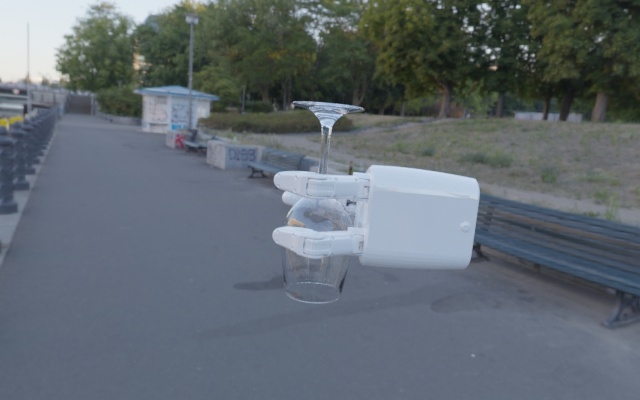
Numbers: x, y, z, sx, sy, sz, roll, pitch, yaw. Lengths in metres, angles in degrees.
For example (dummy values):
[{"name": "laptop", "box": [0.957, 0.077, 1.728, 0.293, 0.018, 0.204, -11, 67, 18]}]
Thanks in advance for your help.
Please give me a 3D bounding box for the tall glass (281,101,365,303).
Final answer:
[{"name": "tall glass", "box": [0.000, 0.001, 0.500, 0.079, 0.201, 0.079, 5, 9, -1]}]
